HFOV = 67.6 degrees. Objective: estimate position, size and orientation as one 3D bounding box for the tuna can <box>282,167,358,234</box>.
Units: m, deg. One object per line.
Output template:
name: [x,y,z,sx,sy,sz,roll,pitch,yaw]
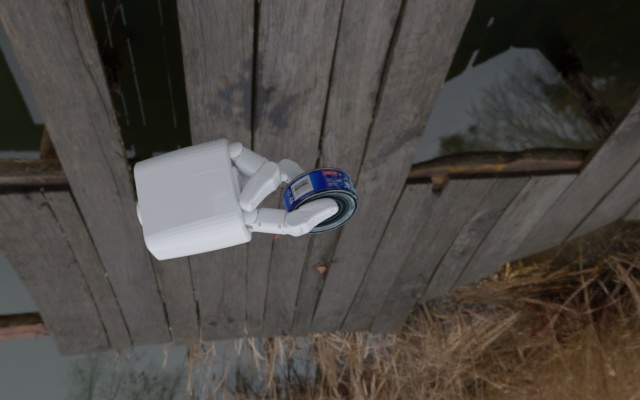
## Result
tuna can: [0.000,0.002,0.556,0.086,0.033,0.086,-13,-35,-9]
